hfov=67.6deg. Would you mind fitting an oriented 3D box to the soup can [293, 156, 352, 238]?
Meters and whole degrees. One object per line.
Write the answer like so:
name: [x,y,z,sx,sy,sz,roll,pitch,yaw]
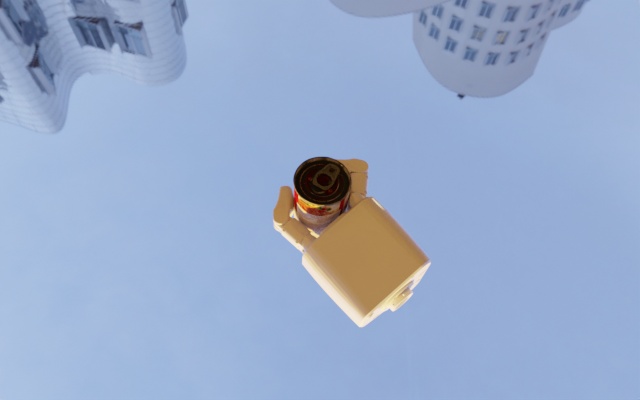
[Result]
soup can: [0.000,0.002,0.594,0.068,0.068,0.102,0,-30,-3]
